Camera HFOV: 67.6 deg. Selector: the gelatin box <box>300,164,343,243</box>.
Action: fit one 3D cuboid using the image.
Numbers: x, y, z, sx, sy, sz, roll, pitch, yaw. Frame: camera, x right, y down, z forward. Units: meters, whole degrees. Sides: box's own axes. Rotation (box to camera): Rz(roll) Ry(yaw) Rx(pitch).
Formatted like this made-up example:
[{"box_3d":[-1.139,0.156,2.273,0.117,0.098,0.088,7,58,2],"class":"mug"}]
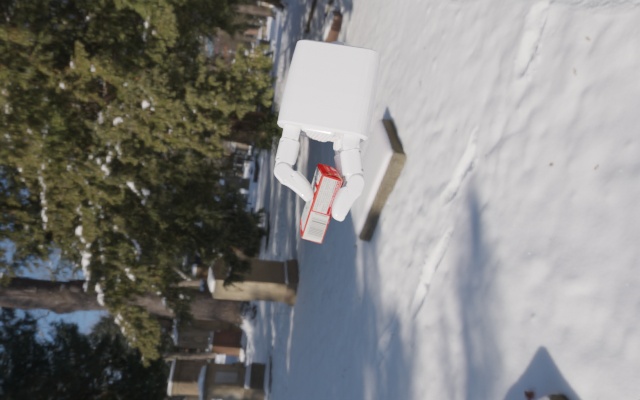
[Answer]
[{"box_3d":[0.000,0.002,0.620,0.030,0.089,0.073,17,11,-8],"class":"gelatin box"}]
